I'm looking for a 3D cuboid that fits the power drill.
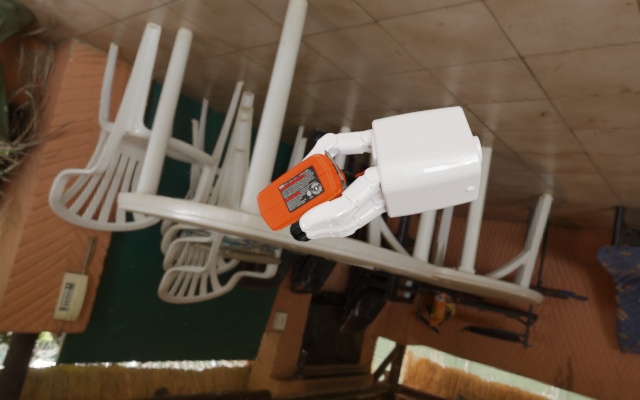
[{"bbox_3d":[0.000,0.002,0.622,0.184,0.057,0.187,-34,-15,21],"label":"power drill"}]
